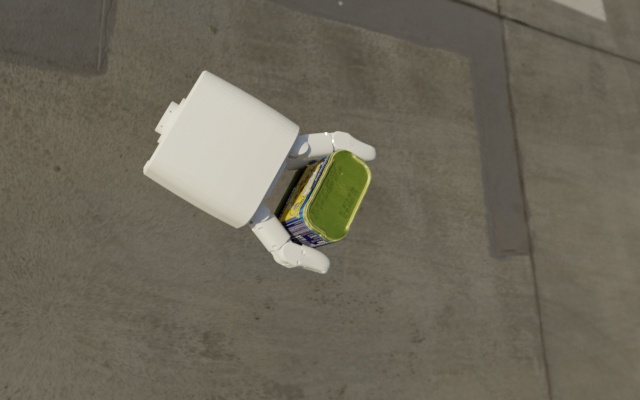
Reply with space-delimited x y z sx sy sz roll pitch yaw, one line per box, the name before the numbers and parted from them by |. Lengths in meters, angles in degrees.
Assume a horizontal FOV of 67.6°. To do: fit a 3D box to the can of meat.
can of meat | 0.000 0.002 0.504 0.057 0.102 0.084 35 -26 -18
